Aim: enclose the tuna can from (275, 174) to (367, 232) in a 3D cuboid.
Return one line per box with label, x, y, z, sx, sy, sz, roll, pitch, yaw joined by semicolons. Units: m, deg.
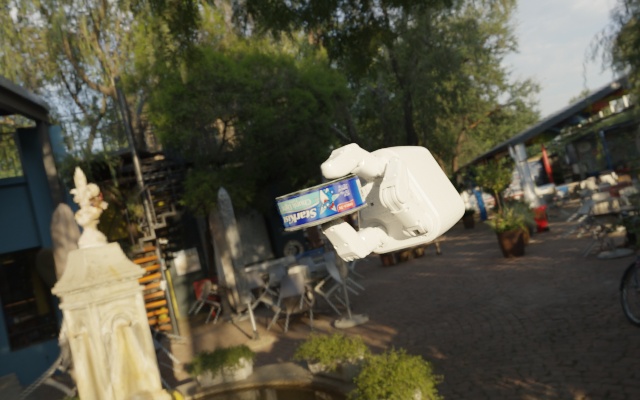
tuna can;0.000;0.001;0.465;0.086;0.034;0.086;-17;2;1
